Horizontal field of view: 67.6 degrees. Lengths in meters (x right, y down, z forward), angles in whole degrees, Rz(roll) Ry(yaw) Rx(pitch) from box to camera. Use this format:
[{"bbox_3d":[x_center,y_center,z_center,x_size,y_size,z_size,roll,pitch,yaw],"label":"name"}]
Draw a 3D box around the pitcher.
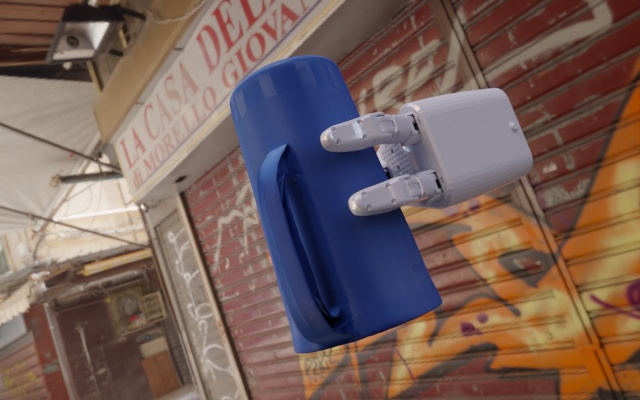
[{"bbox_3d":[0.000,0.001,0.418,0.145,0.243,0.149,-16,-9,-21],"label":"pitcher"}]
